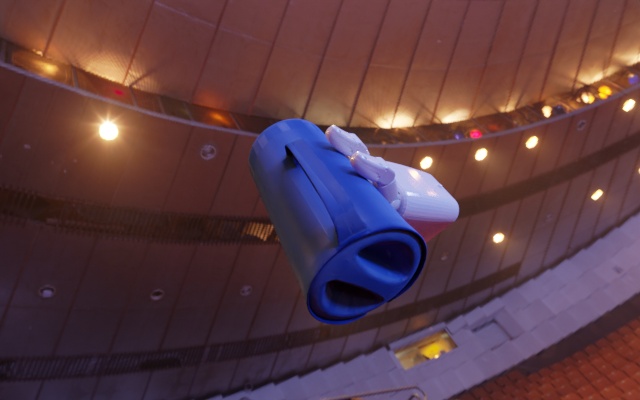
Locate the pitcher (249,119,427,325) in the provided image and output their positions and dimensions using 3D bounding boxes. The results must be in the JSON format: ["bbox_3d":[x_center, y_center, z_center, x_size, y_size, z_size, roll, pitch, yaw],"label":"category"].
[{"bbox_3d":[0.000,0.002,0.541,0.145,0.149,0.242,7,33,-35],"label":"pitcher"}]
